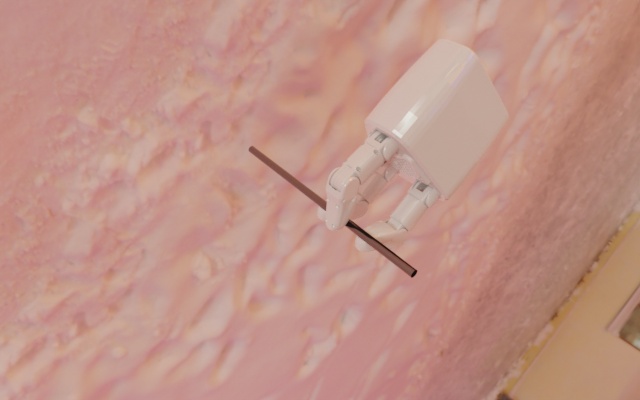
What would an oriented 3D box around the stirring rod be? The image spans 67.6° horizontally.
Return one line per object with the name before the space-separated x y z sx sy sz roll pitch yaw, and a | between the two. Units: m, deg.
stirring rod | 0.000 0.001 0.465 0.011 0.011 0.239 0 29 -48
